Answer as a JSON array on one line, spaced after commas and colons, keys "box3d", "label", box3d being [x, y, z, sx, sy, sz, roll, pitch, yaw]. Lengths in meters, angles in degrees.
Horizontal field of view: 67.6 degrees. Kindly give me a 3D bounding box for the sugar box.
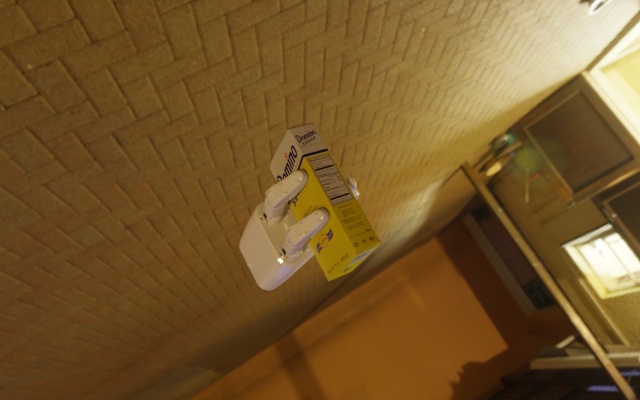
[{"box3d": [0.000, 0.002, 0.594, 0.048, 0.176, 0.093, -21, -19, -31], "label": "sugar box"}]
